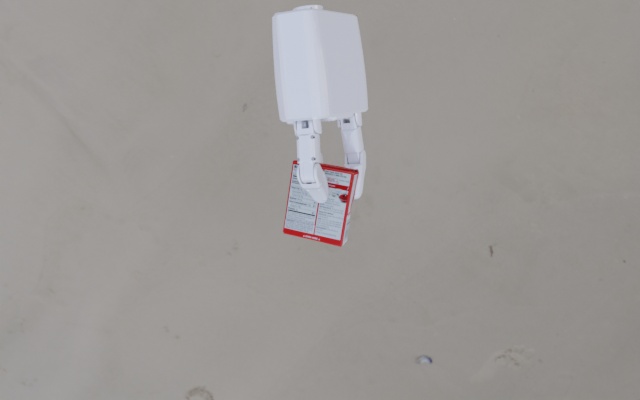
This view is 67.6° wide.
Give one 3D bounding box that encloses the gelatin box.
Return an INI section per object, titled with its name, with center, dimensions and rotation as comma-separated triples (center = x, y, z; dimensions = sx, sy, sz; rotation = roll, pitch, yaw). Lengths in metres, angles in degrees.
[gelatin box]
center = 0.000, 0.002, 0.551
dimensions = 0.073, 0.089, 0.030
rotation = 11, 10, 15
